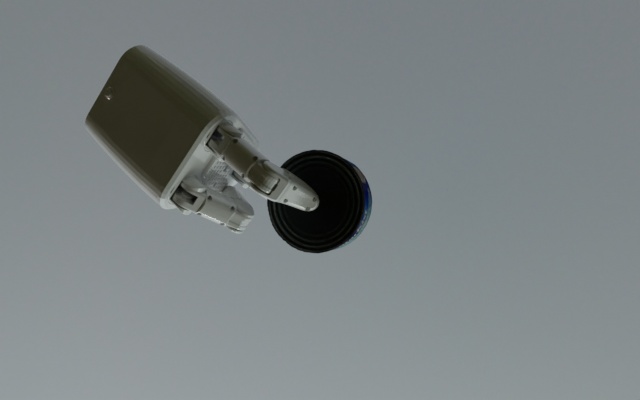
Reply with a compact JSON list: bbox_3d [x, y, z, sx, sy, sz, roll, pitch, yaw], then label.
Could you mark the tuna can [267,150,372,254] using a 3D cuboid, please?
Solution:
[{"bbox_3d":[0.000,0.001,0.409,0.086,0.086,0.034,0,-2,19],"label":"tuna can"}]
